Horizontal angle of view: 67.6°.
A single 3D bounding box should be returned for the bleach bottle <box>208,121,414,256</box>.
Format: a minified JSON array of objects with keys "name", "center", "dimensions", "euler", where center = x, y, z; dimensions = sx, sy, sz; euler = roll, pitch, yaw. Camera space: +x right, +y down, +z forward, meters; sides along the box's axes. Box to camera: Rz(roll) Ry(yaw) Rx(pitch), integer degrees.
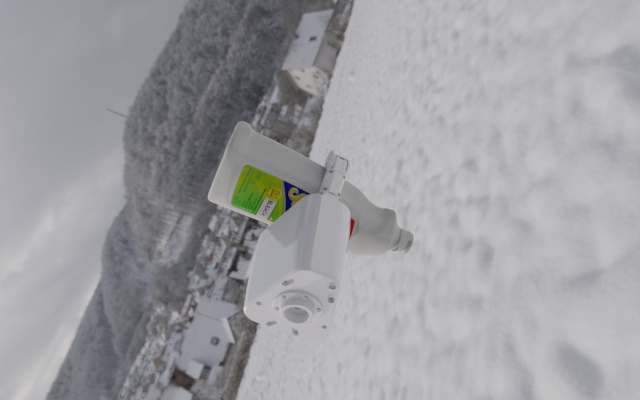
[{"name":"bleach bottle","center":[0.000,0.002,0.574],"dimensions":[0.251,0.103,0.068],"euler":[22,37,-11]}]
